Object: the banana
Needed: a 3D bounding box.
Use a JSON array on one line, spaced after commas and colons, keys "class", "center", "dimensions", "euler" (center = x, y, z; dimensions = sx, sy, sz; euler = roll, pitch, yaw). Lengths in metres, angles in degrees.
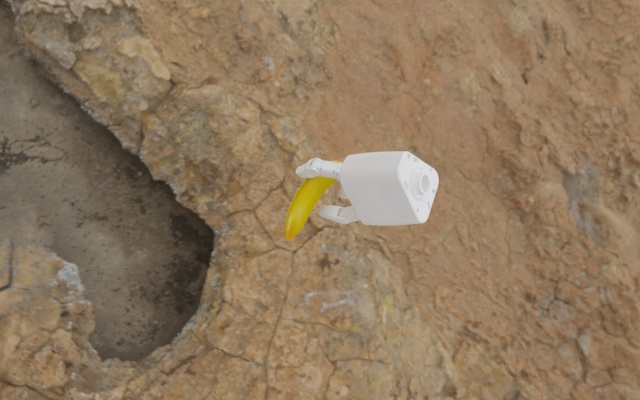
[{"class": "banana", "center": [-0.003, -0.015, 0.798], "dimensions": [0.037, 0.070, 0.197], "euler": [6, 36, 37]}]
